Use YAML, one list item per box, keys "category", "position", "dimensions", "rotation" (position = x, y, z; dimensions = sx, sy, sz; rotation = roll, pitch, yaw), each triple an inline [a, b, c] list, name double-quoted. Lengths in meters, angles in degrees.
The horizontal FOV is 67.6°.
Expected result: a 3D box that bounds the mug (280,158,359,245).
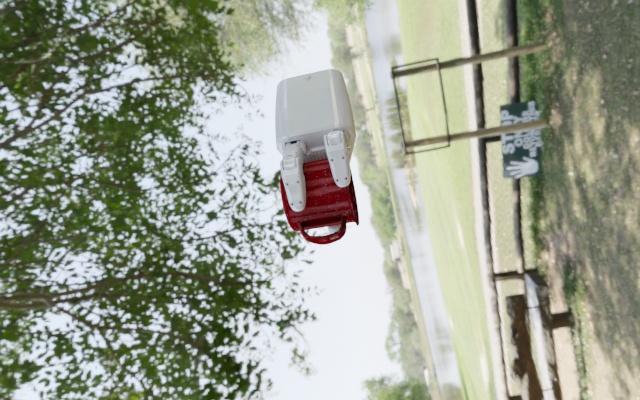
- category: "mug"
  position: [0.000, 0.003, 0.576]
  dimensions: [0.081, 0.117, 0.093]
  rotation: [-10, -34, 8]
